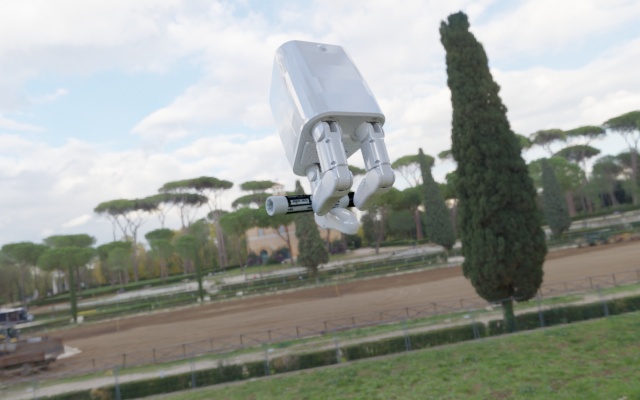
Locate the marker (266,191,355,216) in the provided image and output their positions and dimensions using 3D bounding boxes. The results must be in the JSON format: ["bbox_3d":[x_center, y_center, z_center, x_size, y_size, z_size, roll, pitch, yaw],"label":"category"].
[{"bbox_3d":[0.000,0.002,0.500,0.121,0.020,0.020,-5,3,-35],"label":"marker"}]
